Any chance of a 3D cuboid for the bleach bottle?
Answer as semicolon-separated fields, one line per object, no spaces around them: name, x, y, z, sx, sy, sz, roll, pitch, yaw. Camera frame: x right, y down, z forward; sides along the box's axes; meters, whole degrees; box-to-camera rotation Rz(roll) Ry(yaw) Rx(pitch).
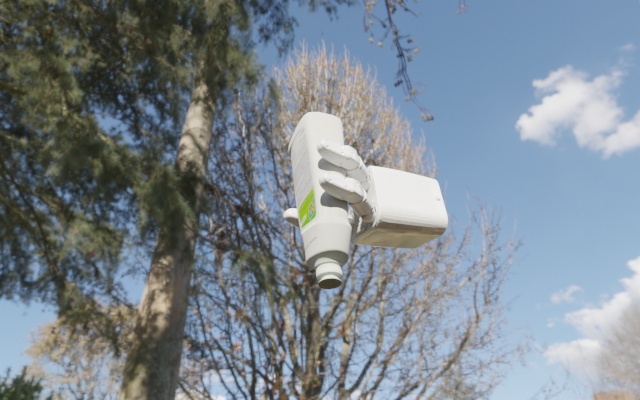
bleach bottle;0.000;0.002;0.636;0.068;0.250;0.103;8;-38;-17
